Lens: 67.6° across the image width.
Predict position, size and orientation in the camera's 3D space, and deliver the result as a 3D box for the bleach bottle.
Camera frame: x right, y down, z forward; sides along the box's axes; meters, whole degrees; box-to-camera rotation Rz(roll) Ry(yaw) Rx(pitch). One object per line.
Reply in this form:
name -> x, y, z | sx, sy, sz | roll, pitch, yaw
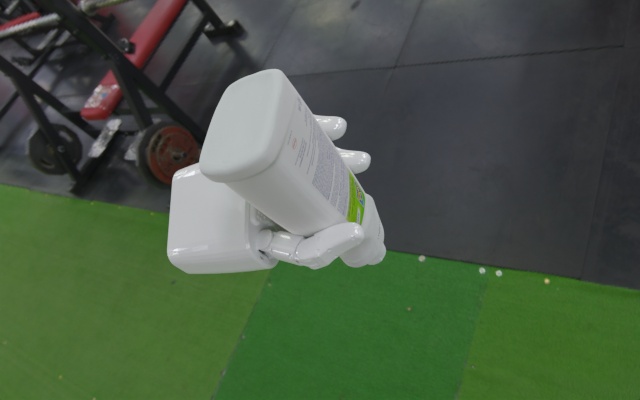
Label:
bleach bottle -> 0.000, 0.001, 0.444 | 0.068, 0.102, 0.251 | -10, -37, 28
